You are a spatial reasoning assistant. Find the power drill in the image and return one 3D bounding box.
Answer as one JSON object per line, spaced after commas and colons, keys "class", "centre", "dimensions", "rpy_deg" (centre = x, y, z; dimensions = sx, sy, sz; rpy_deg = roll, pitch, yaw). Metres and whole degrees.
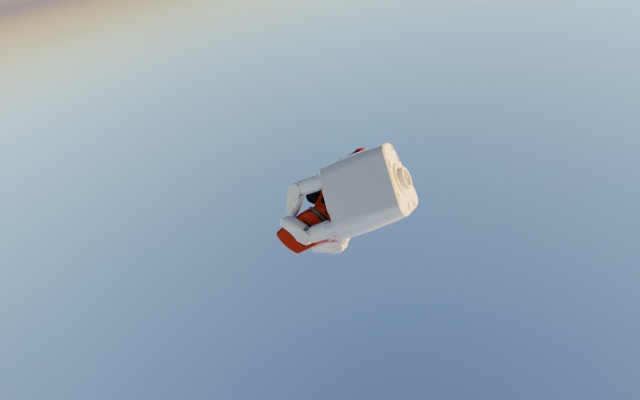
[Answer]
{"class": "power drill", "centre": [0.000, 0.003, 0.824], "dimensions": [0.184, 0.057, 0.187], "rpy_deg": [-37, 15, 48]}
